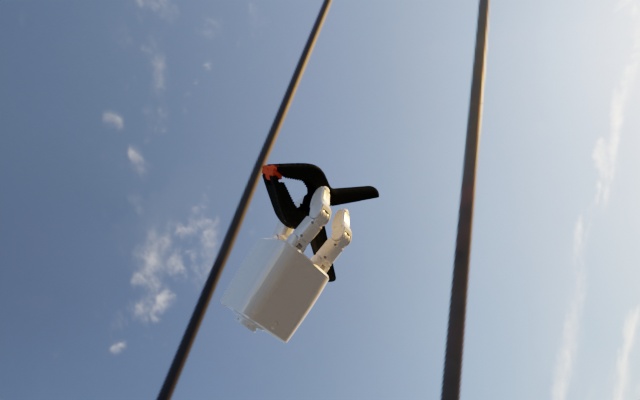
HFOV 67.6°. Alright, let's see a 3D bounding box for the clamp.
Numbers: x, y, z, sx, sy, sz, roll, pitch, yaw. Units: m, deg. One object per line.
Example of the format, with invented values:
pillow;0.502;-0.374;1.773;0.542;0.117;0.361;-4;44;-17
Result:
clamp;-0.001;0.002;0.689;0.036;0.164;0.210;14;-25;48
